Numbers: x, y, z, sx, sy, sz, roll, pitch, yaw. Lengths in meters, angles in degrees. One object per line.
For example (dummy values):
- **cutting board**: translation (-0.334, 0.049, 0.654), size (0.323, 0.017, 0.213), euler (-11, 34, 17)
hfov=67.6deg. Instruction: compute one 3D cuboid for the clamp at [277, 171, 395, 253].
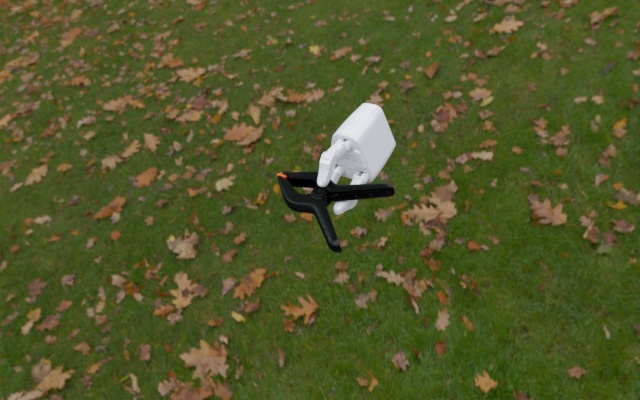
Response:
- **clamp**: translation (0.000, 0.002, 0.825), size (0.210, 0.036, 0.164), euler (19, 50, 28)
